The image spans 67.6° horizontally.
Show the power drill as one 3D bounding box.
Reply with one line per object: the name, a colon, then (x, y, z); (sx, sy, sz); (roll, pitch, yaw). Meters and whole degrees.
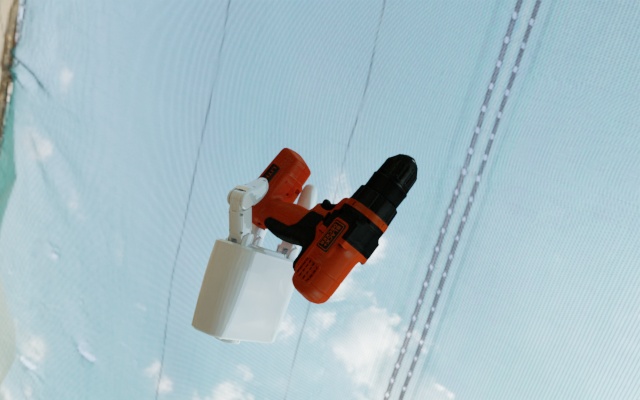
power drill: (0.000, 0.002, 0.548); (0.187, 0.184, 0.057); (32, -9, 49)
